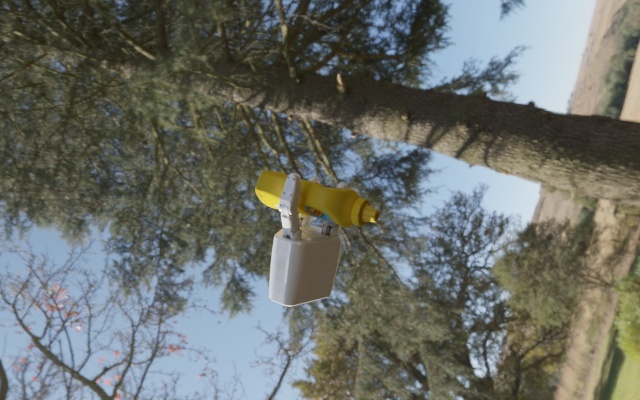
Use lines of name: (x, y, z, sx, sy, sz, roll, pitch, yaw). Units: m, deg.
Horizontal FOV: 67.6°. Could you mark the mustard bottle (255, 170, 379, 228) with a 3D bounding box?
mustard bottle: (0.000, 0.002, 0.737, 0.191, 0.058, 0.096, 15, -10, 28)
